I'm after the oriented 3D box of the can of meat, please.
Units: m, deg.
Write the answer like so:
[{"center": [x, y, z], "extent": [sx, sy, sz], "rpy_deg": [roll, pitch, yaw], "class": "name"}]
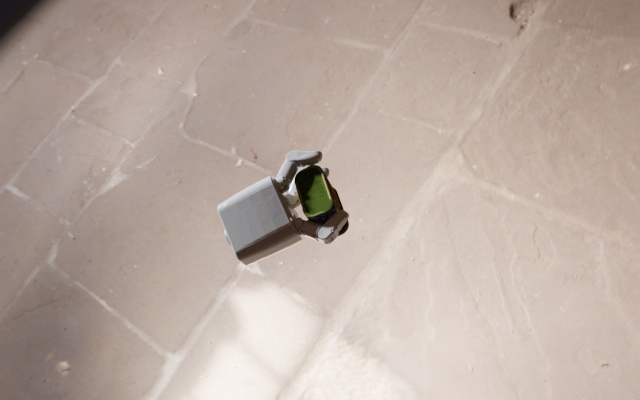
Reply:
[{"center": [0.000, 0.003, 0.796], "extent": [0.057, 0.102, 0.084], "rpy_deg": [-23, -33, 7], "class": "can of meat"}]
